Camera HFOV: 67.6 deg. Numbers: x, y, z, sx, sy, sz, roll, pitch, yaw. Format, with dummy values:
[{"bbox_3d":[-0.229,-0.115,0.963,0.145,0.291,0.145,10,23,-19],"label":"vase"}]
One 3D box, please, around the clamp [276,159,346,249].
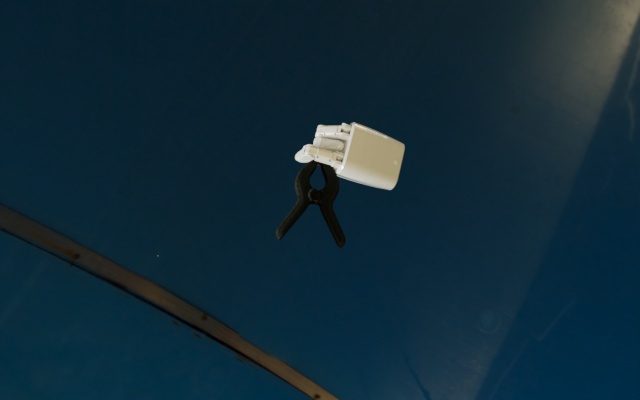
[{"bbox_3d":[0.000,0.003,0.838,0.120,0.171,0.039,18,-12,-11],"label":"clamp"}]
